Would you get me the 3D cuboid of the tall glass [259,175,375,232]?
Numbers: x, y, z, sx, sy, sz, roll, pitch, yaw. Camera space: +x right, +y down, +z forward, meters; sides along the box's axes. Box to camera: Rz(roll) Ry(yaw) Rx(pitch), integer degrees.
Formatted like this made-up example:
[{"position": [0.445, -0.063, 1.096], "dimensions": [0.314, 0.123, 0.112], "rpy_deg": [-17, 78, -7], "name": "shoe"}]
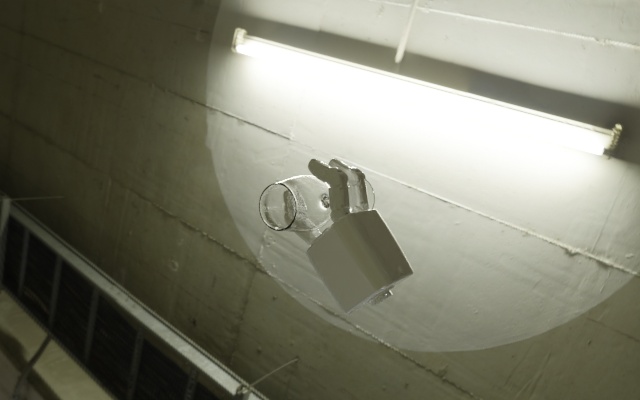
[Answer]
[{"position": [0.000, 0.002, 0.688], "dimensions": [0.079, 0.079, 0.201], "rpy_deg": [0, 3, 34], "name": "tall glass"}]
